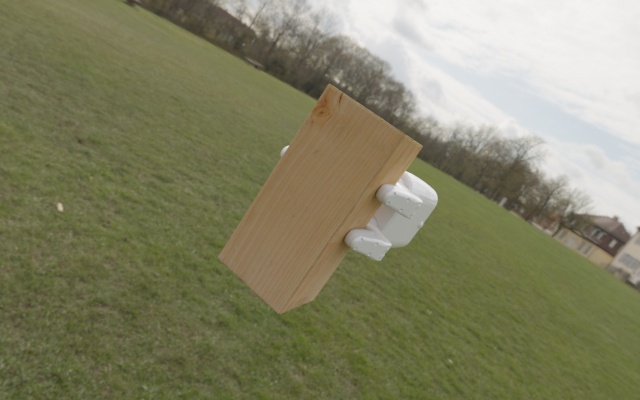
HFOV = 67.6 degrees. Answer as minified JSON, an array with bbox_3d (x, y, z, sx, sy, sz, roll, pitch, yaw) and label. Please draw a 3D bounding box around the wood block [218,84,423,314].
[{"bbox_3d":[0.000,0.001,0.487,0.091,0.206,0.090,38,13,19],"label":"wood block"}]
